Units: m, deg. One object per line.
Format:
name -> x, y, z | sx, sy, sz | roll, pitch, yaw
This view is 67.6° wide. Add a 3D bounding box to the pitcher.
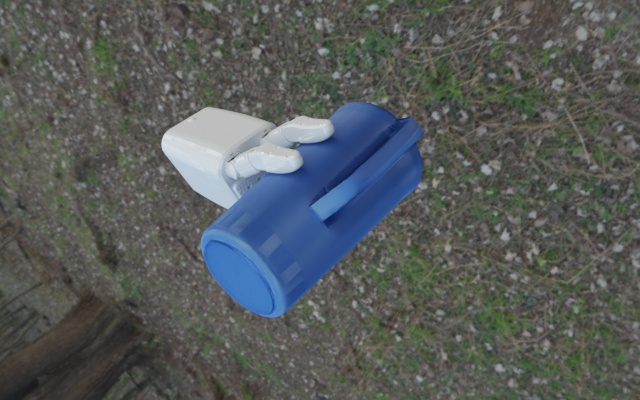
pitcher -> 0.000, 0.002, 0.503 | 0.145, 0.149, 0.242 | 23, 49, 30
